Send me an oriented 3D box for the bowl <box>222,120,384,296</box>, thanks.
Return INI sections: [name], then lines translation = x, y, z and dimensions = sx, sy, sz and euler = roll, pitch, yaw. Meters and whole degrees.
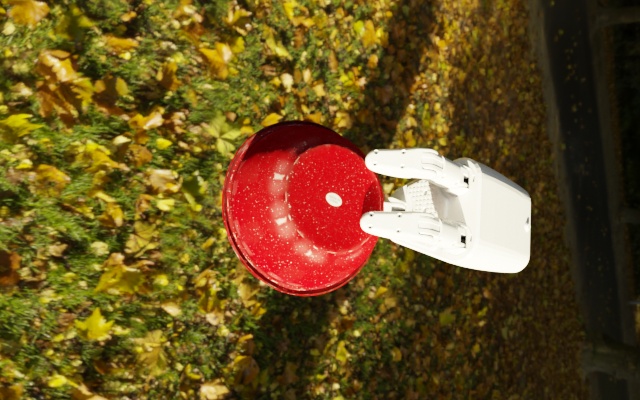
[bowl]
translation = -0.001, 0.001, 0.414
dimensions = 0.162, 0.162, 0.055
euler = 0, -8, -29
